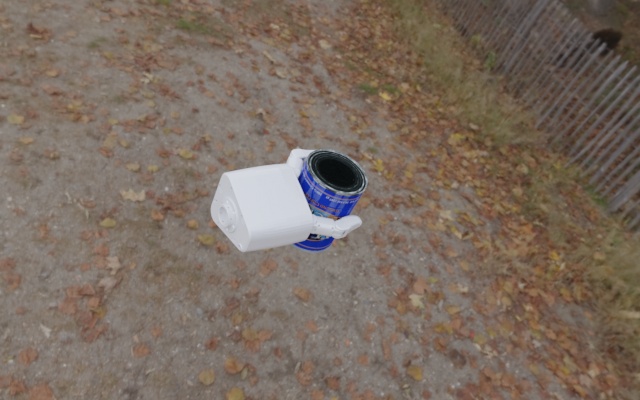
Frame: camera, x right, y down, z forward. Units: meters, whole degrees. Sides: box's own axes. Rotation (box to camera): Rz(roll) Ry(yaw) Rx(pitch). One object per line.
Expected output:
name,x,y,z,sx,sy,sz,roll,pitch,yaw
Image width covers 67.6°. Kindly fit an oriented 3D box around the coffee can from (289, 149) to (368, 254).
coffee can,0.000,0.003,0.769,0.103,0.102,0.140,0,-43,-31
